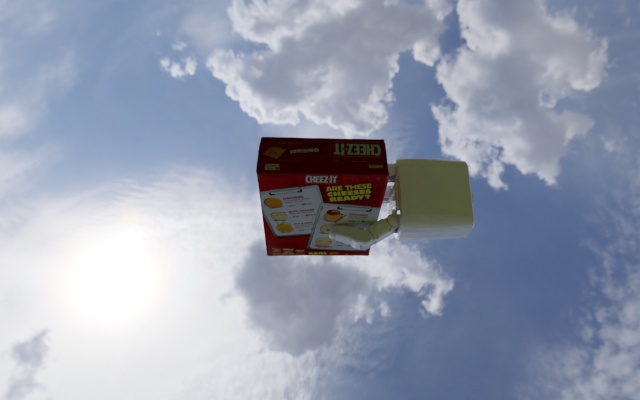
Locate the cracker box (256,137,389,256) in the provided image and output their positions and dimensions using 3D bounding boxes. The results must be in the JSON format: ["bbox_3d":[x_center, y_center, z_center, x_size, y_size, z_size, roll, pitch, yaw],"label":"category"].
[{"bbox_3d":[0.000,0.002,0.682,0.164,0.072,0.214,1,-35,-2],"label":"cracker box"}]
